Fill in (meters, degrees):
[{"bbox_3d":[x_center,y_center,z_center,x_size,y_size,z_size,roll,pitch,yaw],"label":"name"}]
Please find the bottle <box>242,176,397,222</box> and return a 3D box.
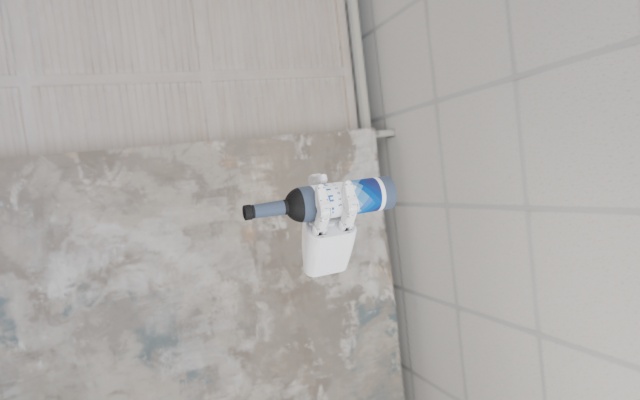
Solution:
[{"bbox_3d":[0.000,0.003,0.899,0.295,0.069,0.069,-8,3,-22],"label":"bottle"}]
